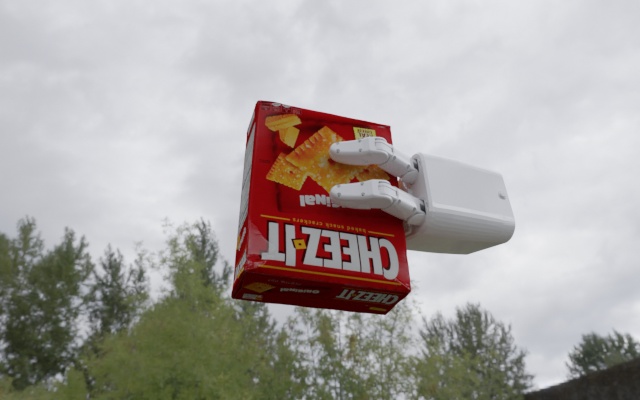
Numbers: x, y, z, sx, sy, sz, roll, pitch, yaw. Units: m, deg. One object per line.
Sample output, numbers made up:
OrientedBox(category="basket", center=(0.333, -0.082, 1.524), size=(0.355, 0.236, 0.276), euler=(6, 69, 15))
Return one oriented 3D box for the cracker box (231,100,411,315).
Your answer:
OrientedBox(category="cracker box", center=(0.000, 0.002, 0.508), size=(0.164, 0.213, 0.072), euler=(9, -36, -15))
